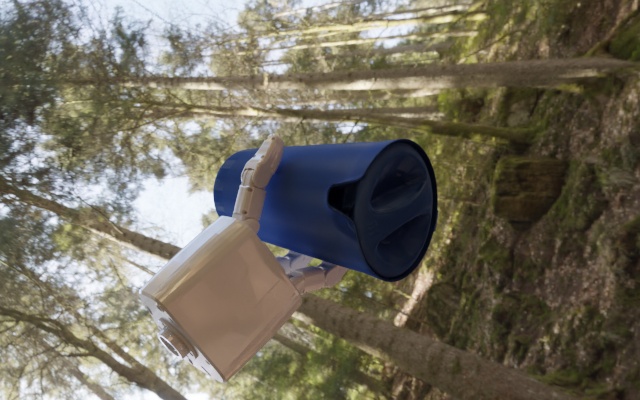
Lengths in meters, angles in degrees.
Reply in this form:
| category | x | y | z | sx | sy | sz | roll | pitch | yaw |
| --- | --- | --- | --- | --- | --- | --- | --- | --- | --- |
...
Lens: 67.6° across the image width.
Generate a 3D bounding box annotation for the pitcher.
| category | x | y | z | sx | sy | sz | roll | pitch | yaw |
| --- | --- | --- | --- | --- | --- | --- | --- | --- | --- |
| pitcher | 0.000 | 0.002 | 0.528 | 0.243 | 0.149 | 0.145 | 8 | 43 | 43 |
